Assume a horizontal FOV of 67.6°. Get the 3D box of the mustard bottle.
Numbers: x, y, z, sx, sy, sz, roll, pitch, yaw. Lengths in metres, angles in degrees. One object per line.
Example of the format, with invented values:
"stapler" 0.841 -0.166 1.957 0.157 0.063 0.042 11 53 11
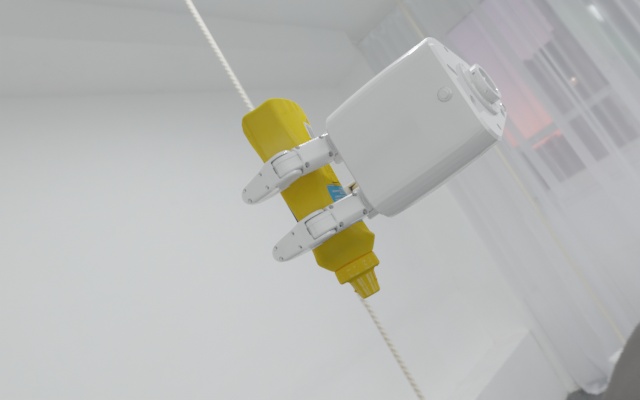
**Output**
"mustard bottle" 0.000 0.001 0.441 0.058 0.191 0.096 -32 -11 8
